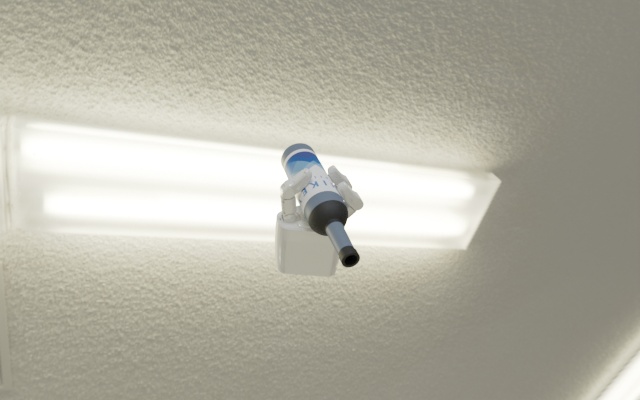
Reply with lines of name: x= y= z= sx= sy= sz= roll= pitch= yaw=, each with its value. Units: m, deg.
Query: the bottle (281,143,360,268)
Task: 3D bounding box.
bottle: x=0.000 y=0.002 z=0.777 sx=0.069 sy=0.069 sz=0.295 roll=0 pitch=33 yaw=-20
